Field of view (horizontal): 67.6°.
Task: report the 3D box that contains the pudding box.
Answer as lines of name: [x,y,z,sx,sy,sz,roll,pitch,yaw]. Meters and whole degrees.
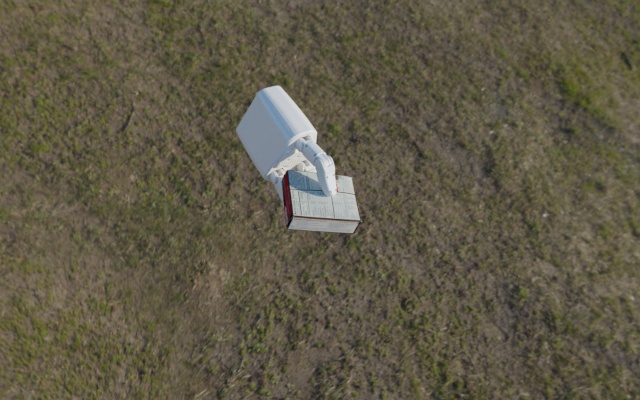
pudding box: [0.000,0.002,0.729,0.113,0.090,0.039,4,-36,-18]
